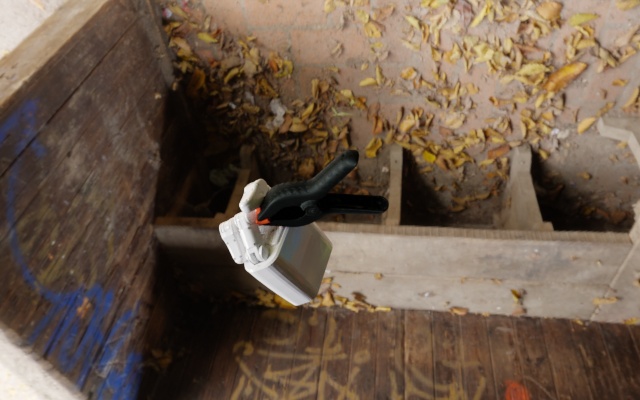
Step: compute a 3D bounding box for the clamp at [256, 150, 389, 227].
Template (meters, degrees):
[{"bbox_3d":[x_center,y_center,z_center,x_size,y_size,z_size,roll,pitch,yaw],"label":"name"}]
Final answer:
[{"bbox_3d":[0.000,0.002,0.609,0.171,0.039,0.120,-20,-46,27],"label":"clamp"}]
